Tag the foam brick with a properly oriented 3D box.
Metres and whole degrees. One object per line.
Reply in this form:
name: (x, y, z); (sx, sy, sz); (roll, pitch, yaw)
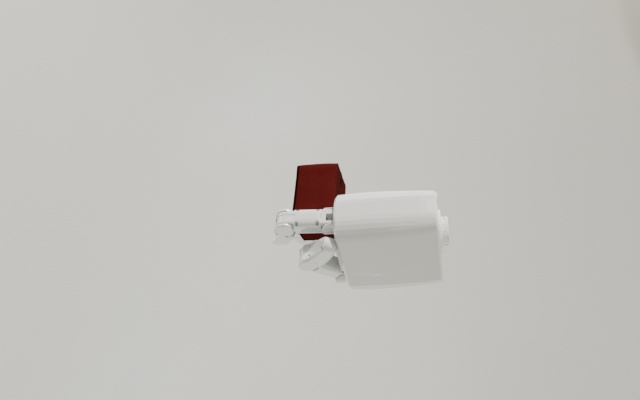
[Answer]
foam brick: (0.000, 0.002, 0.567); (0.051, 0.078, 0.053); (-5, -33, 14)
